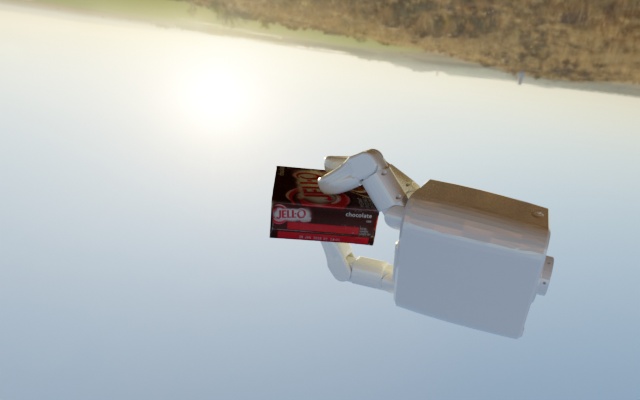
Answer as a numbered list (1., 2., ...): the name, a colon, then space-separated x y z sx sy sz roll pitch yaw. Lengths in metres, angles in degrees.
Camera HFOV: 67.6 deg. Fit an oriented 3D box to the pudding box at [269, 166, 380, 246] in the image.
1. pudding box: 0.000 0.002 0.441 0.090 0.039 0.113 6 17 -5
